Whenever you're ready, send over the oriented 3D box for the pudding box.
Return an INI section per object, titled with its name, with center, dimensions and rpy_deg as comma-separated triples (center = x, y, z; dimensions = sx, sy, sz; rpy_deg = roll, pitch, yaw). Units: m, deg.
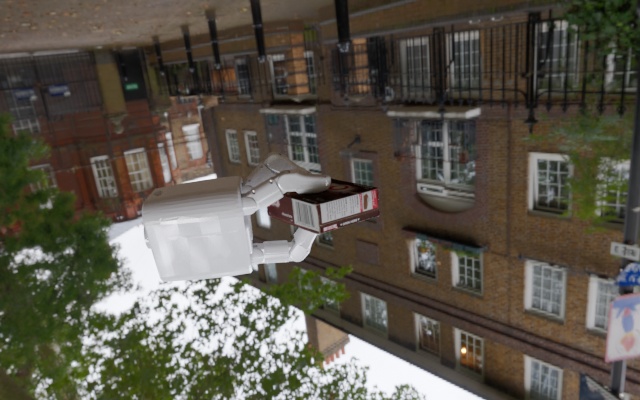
[pudding box]
center = 0.000, 0.002, 0.564
dimensions = 0.090, 0.039, 0.113
rpy_deg = -16, 20, -33
